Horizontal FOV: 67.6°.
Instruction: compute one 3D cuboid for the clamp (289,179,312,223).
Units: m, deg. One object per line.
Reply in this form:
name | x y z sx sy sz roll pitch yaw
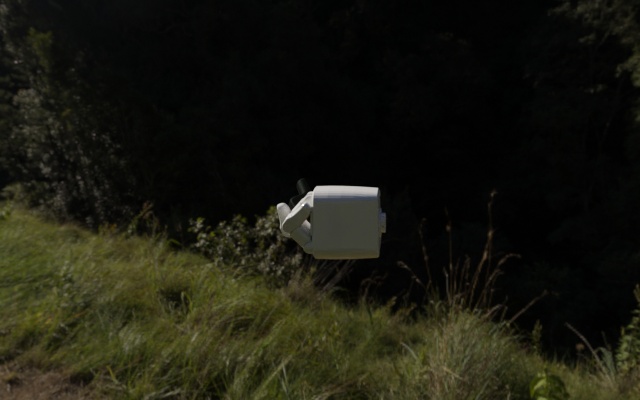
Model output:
clamp | 0.000 0.002 0.886 0.120 0.039 0.171 3 25 9
